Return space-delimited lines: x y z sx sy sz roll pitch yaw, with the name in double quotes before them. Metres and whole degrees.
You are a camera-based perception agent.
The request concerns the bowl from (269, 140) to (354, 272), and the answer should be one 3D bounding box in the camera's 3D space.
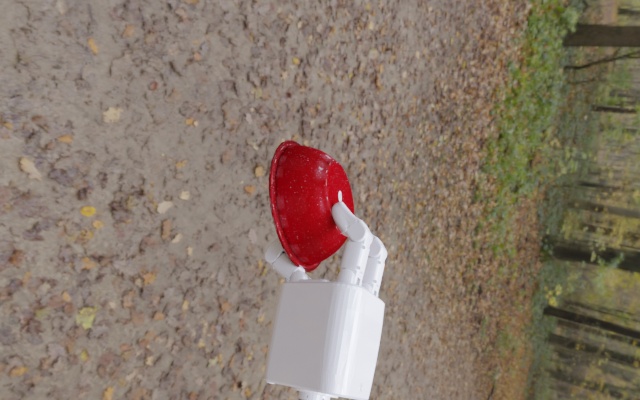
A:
"bowl" 0.000 0.001 0.574 0.055 0.162 0.162 -10 -4 21
